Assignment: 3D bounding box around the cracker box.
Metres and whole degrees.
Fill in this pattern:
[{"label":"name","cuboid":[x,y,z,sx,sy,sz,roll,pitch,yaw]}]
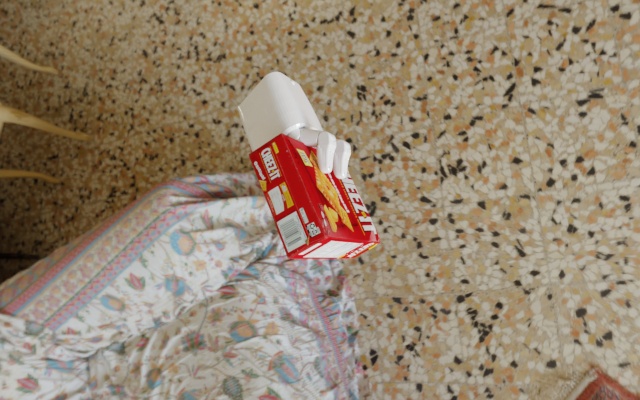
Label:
[{"label":"cracker box","cuboid":[0.000,0.002,0.731,0.072,0.164,0.214,-30,-18,21]}]
